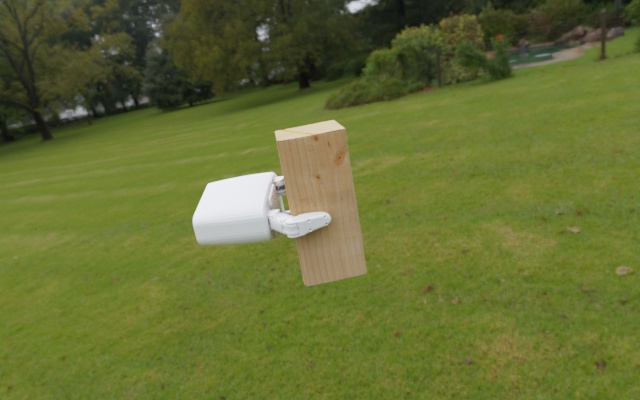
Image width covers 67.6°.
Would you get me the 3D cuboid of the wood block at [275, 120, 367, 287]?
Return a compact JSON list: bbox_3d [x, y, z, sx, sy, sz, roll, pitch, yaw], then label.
[{"bbox_3d":[0.000,0.002,0.669,0.090,0.206,0.090,-11,18,-4],"label":"wood block"}]
